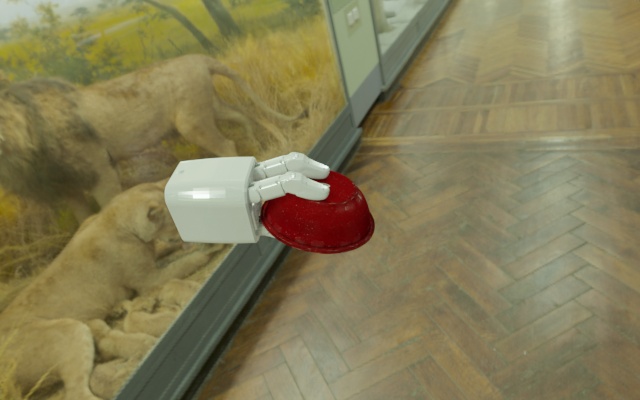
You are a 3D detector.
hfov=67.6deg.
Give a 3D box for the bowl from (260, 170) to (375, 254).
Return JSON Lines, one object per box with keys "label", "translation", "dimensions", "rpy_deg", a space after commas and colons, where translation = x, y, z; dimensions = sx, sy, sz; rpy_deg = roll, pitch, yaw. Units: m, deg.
{"label": "bowl", "translation": [0.001, 0.002, 0.654], "dimensions": [0.162, 0.055, 0.162], "rpy_deg": [7, 32, -4]}
